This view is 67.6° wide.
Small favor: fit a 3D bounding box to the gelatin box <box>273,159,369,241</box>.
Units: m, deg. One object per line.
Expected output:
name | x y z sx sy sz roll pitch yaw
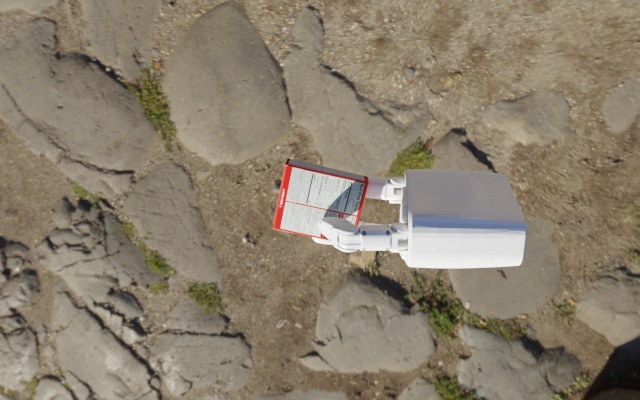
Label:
gelatin box | 0.000 0.002 0.505 0.089 0.073 0.030 12 19 -2
